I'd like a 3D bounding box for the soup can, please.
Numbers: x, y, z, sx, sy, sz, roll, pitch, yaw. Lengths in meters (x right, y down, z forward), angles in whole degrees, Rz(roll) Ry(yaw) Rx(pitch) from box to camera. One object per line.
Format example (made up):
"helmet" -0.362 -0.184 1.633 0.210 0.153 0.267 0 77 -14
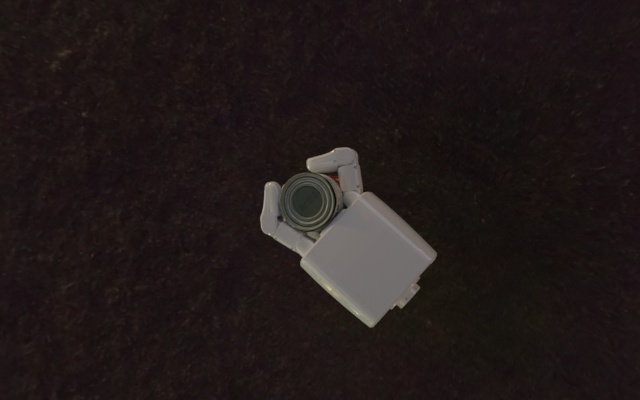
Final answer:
"soup can" 0.000 0.001 0.571 0.068 0.068 0.102 0 0 18
